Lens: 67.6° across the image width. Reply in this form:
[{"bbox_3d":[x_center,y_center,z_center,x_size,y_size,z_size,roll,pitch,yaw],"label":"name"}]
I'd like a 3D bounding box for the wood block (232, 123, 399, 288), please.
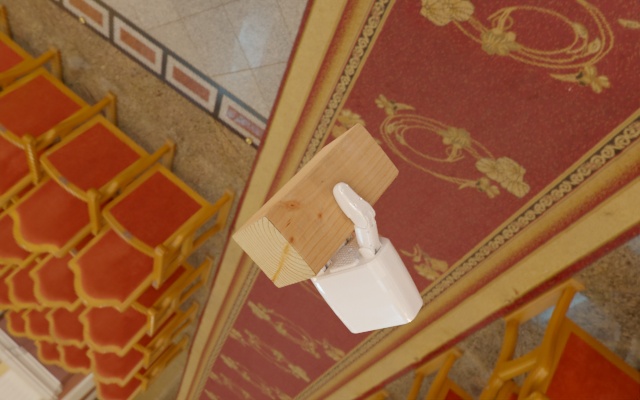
[{"bbox_3d":[0.000,0.002,0.609,0.091,0.090,0.206,-28,16,51],"label":"wood block"}]
